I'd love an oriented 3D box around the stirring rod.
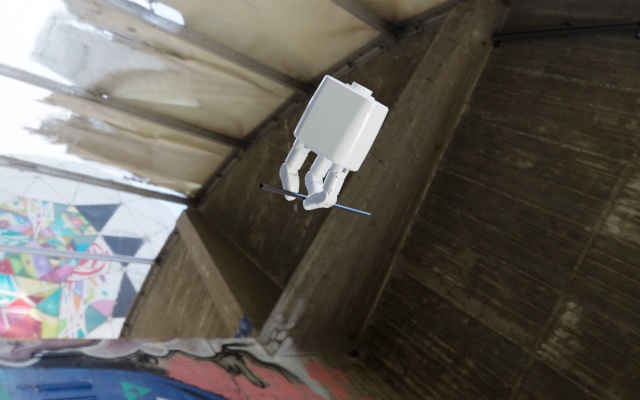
[{"bbox_3d":[0.000,0.002,0.777,0.239,0.011,0.011,16,-11,-42],"label":"stirring rod"}]
